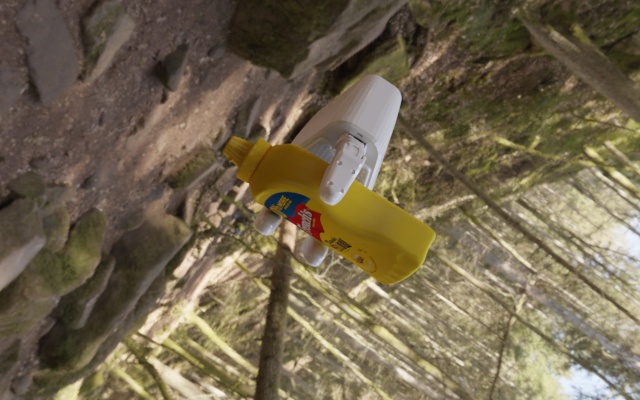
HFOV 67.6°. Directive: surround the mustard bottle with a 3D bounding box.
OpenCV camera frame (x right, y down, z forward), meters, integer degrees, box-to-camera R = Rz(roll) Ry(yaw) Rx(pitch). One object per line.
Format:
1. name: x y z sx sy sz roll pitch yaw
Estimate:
1. mustard bottle: 0.000 0.002 0.424 0.191 0.058 0.096 33 -20 -5
